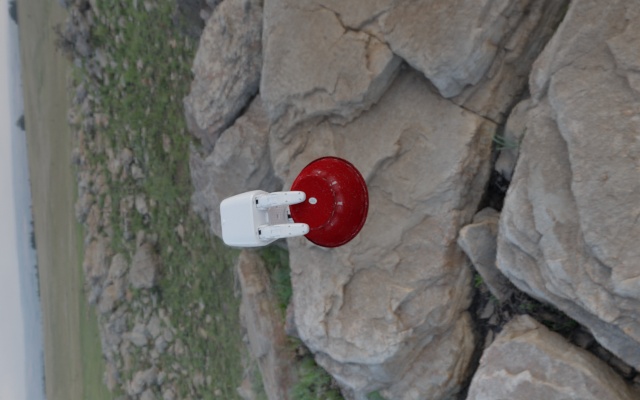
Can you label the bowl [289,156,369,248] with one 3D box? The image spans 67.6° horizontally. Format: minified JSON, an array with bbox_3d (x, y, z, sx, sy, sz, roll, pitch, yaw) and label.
[{"bbox_3d":[0.001,0.002,0.818,0.162,0.162,0.055,0,0,32],"label":"bowl"}]
